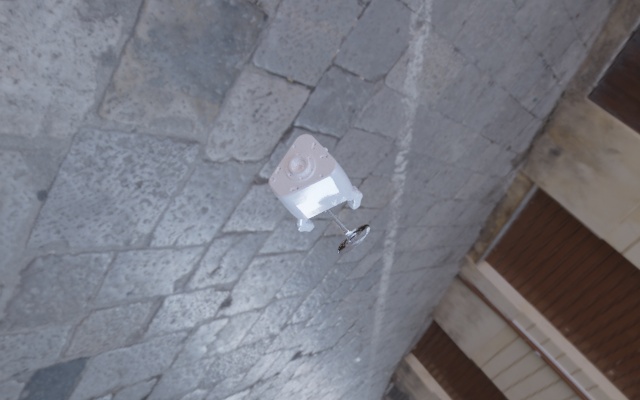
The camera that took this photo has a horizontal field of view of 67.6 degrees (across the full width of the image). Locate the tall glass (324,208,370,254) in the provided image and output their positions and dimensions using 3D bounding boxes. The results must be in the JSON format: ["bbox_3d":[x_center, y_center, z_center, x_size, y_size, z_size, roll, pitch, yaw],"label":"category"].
[{"bbox_3d":[0.001,0.003,0.894,0.201,0.079,0.079,48,25,25],"label":"tall glass"}]
